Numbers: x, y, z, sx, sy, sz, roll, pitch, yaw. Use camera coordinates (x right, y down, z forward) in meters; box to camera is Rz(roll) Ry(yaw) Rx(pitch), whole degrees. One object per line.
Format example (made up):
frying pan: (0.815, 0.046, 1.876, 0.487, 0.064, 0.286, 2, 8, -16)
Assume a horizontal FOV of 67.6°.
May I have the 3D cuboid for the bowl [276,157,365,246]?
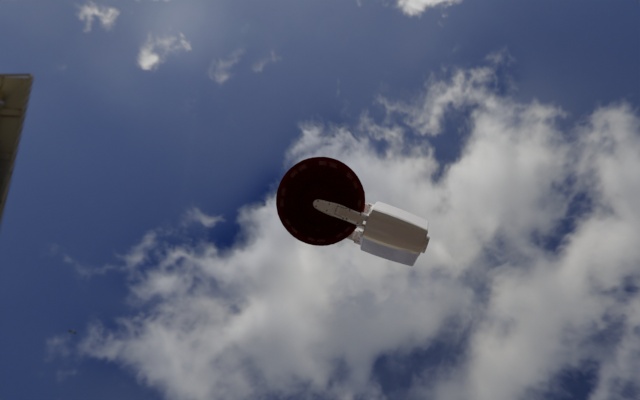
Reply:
bowl: (-0.001, 0.002, 0.884, 0.162, 0.162, 0.055, 0, -4, -1)
